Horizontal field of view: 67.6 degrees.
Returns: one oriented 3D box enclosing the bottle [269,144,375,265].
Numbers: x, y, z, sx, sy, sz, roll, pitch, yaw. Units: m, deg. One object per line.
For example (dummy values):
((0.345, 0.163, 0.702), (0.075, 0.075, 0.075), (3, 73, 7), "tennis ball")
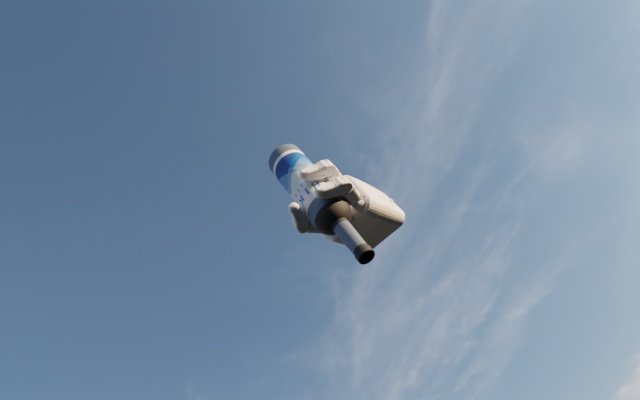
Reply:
((0.000, 0.002, 0.785), (0.069, 0.069, 0.295), (0, 32, -32), "bottle")
